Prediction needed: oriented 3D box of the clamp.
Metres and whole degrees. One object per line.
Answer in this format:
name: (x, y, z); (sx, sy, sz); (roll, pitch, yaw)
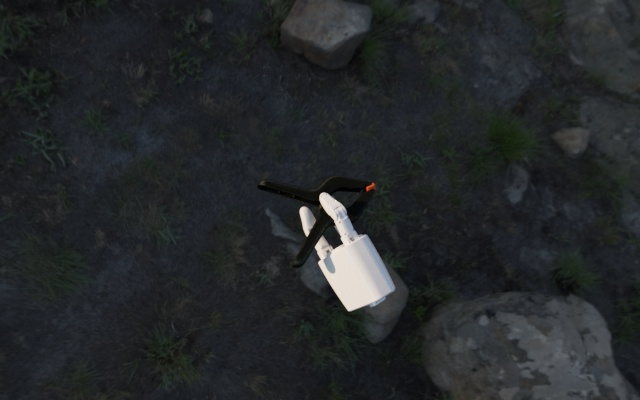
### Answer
clamp: (0.001, 0.003, 0.851); (0.210, 0.164, 0.036); (-28, -8, -22)
